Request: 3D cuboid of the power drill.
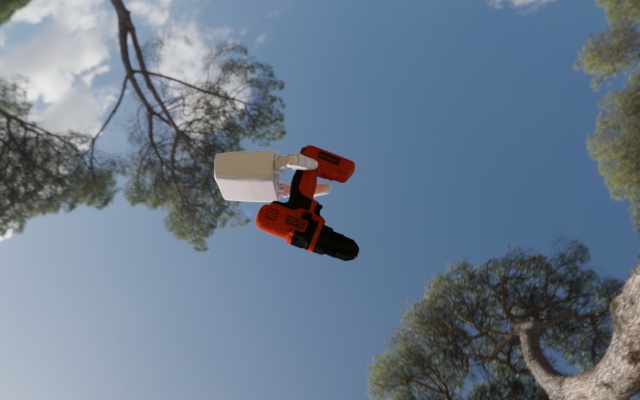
[{"bbox_3d":[0.000,0.002,0.844,0.184,0.187,0.057,22,-32,-1],"label":"power drill"}]
